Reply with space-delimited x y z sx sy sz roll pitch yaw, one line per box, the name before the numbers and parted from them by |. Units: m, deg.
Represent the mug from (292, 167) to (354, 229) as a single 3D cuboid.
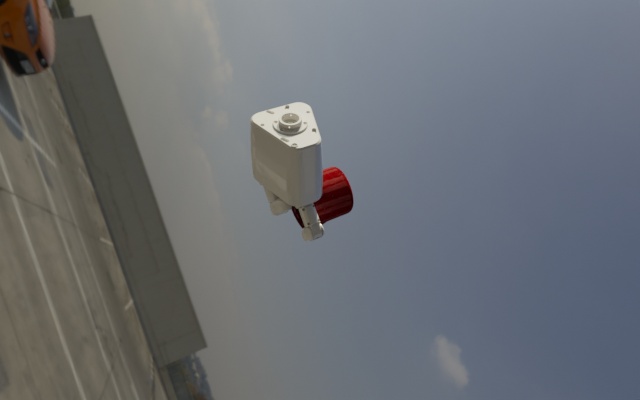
mug | 0.000 0.004 0.785 0.081 0.117 0.093 -20 50 -20
